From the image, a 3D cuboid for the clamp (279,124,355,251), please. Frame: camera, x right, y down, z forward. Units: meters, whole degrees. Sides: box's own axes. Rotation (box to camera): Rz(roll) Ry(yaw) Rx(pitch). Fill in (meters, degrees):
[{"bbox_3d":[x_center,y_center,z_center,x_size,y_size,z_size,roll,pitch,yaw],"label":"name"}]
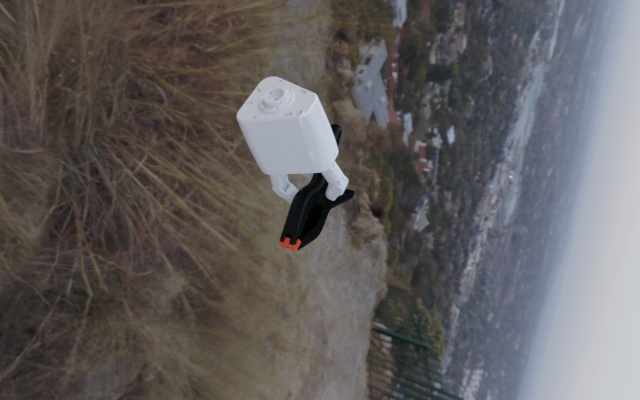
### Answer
[{"bbox_3d":[0.001,0.003,0.780,0.036,0.210,0.165,13,-32,27],"label":"clamp"}]
